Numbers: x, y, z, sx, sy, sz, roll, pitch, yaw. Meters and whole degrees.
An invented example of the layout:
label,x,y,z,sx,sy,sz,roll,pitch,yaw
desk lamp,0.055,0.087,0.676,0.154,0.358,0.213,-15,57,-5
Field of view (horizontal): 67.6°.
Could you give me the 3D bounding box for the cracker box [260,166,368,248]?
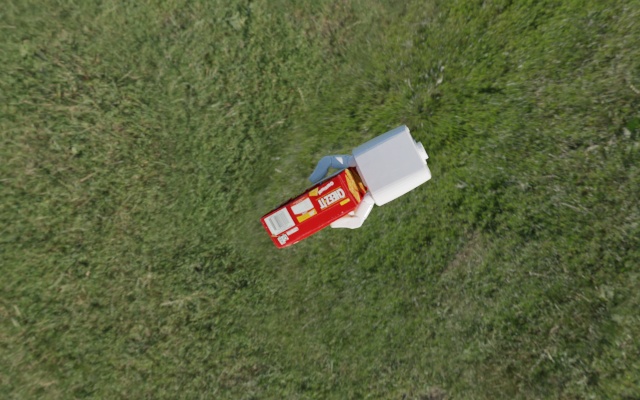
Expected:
label,x,y,z,sx,sy,sz,roll,pitch,yaw
cracker box,0.000,0.003,0.900,0.164,0.072,0.213,-29,3,15
